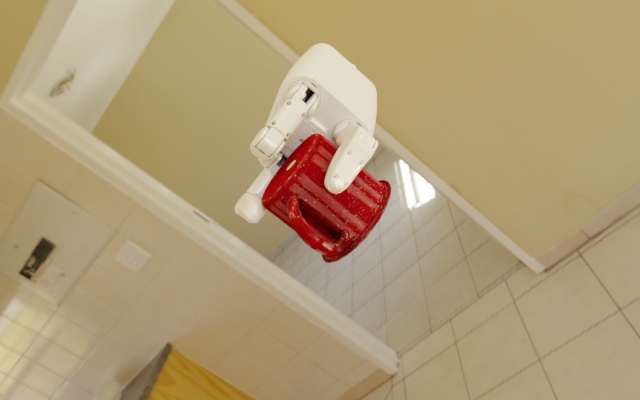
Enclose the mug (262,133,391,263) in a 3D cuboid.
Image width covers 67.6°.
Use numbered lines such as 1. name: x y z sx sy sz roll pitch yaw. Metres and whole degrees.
1. mug: 0.000 0.002 0.416 0.093 0.081 0.117 -43 17 31
